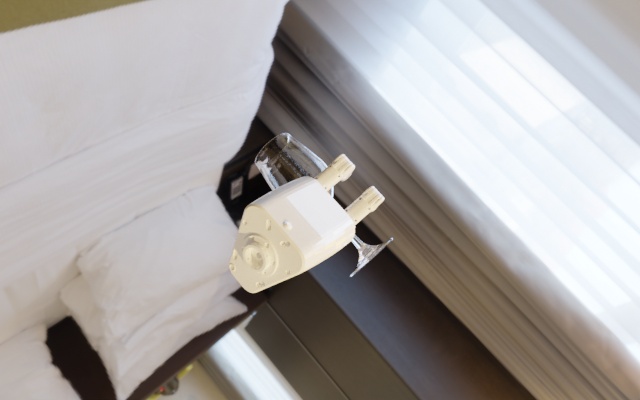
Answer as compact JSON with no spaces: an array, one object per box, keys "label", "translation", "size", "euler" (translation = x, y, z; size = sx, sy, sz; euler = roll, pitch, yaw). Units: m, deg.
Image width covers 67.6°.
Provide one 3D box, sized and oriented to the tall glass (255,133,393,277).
[{"label":"tall glass","translation":[0.001,0.003,0.633],"size":[0.079,0.201,0.079],"euler":[-41,-10,-9]}]
